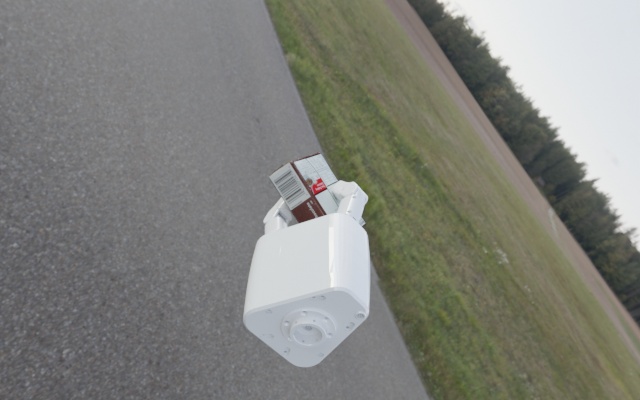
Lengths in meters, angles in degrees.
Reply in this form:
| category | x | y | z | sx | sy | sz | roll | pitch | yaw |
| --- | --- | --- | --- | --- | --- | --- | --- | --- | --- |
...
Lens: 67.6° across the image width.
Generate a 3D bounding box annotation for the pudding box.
| category | x | y | z | sx | sy | sz | roll | pitch | yaw |
| --- | --- | --- | --- | --- | --- | --- | --- | --- | --- |
| pudding box | 0.000 | 0.002 | 0.565 | 0.039 | 0.113 | 0.090 | -32 | -1 | 24 |
